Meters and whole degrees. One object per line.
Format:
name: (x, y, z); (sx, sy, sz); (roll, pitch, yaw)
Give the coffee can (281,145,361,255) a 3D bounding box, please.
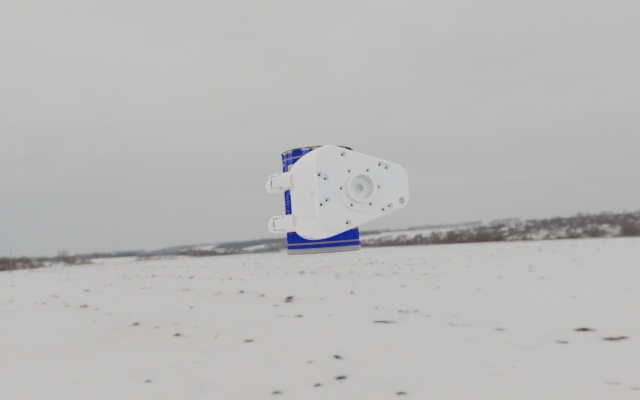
coffee can: (0.000, 0.002, 0.666); (0.103, 0.140, 0.103); (-4, -4, 0)
